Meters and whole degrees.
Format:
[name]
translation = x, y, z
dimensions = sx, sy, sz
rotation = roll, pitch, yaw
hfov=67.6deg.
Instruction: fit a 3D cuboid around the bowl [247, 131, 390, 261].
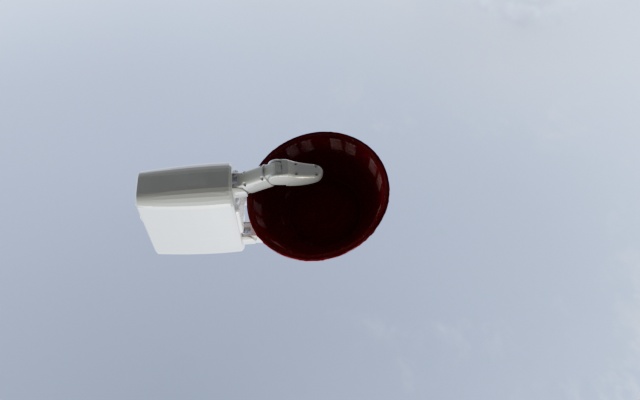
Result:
[bowl]
translation = 0.001, 0.002, 0.549
dimensions = 0.162, 0.162, 0.055
rotation = 0, -27, 12
